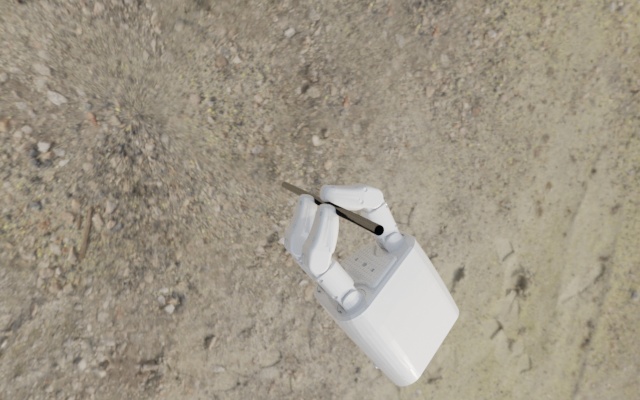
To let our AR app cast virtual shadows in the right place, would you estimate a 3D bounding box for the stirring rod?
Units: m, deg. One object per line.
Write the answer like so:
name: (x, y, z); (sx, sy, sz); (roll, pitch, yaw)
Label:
stirring rod: (0.000, 0.001, 0.454); (0.011, 0.011, 0.239); (0, 10, -21)
